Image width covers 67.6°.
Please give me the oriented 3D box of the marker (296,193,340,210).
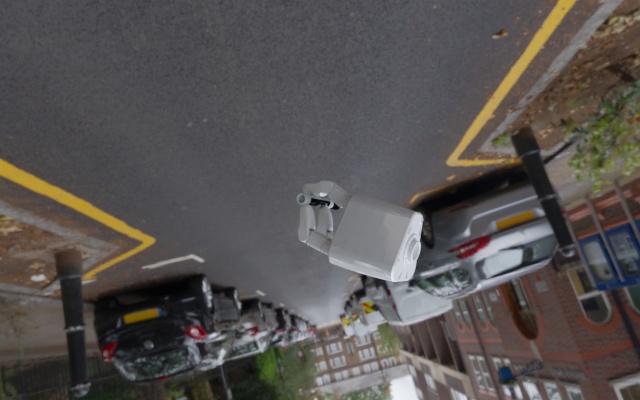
[{"bbox_3d":[0.000,0.003,0.802,0.020,0.020,0.121,0,-6,31],"label":"marker"}]
